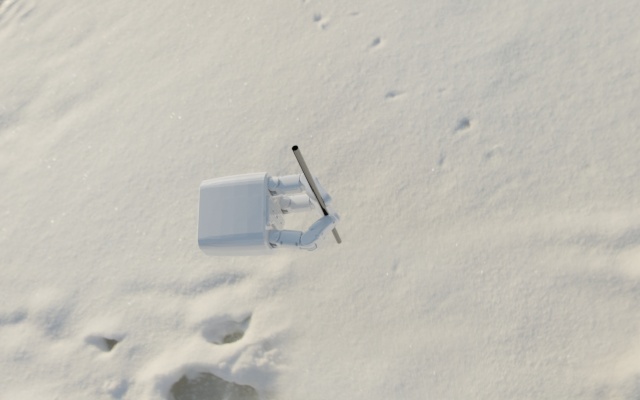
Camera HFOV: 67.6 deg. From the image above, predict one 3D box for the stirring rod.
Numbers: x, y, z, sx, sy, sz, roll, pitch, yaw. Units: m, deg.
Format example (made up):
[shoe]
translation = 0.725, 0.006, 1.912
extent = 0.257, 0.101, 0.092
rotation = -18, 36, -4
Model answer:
[stirring rod]
translation = 0.000, 0.002, 0.635
extent = 0.011, 0.011, 0.240
rotation = 0, -30, 16
